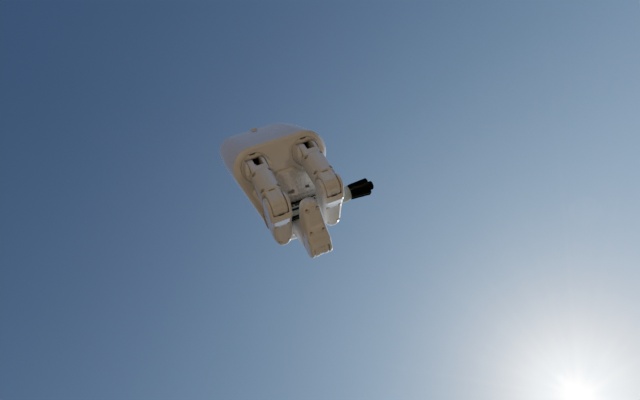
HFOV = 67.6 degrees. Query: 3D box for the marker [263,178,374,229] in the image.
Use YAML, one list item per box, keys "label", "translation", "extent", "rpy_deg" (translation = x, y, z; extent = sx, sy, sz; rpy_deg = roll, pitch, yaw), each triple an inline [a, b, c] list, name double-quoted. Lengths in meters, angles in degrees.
- label: "marker"
  translation: [0.000, 0.002, 0.494]
  extent: [0.121, 0.020, 0.020]
  rpy_deg: [-19, 5, -16]
